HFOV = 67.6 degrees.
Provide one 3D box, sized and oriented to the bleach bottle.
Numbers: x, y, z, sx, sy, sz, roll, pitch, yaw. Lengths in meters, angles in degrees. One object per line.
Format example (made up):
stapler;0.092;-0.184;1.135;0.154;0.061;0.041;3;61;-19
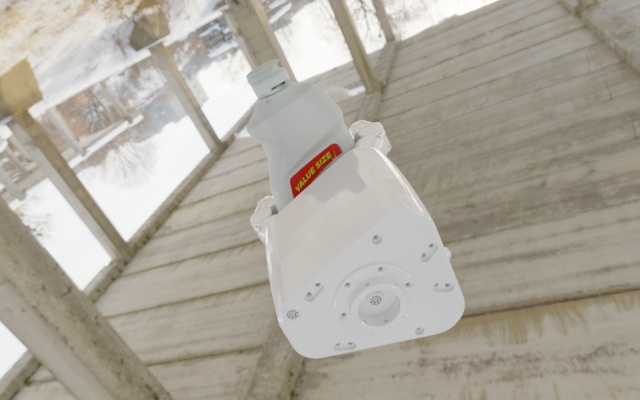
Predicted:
bleach bottle;0.000;0.001;0.423;0.102;0.251;0.068;-26;25;3
